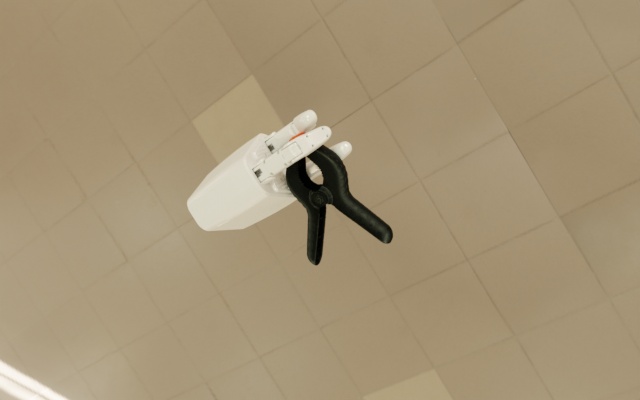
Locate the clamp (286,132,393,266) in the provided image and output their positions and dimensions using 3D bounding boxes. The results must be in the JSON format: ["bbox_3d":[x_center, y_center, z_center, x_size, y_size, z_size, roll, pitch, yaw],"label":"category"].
[{"bbox_3d":[0.000,0.002,0.595,0.120,0.171,0.039,-31,3,23],"label":"clamp"}]
